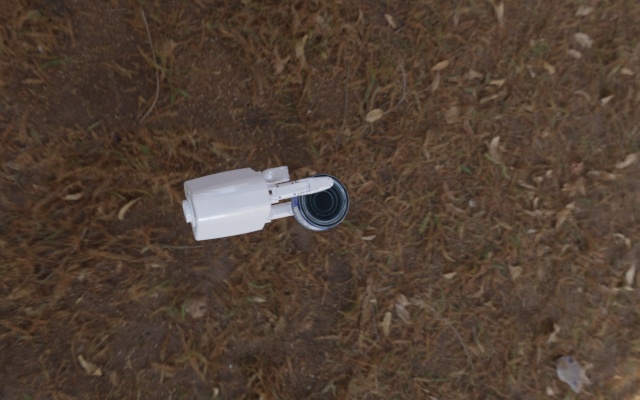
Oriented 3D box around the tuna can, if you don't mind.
[{"bbox_3d":[0.000,0.002,0.736,0.086,0.086,0.034,0,-7,-22],"label":"tuna can"}]
